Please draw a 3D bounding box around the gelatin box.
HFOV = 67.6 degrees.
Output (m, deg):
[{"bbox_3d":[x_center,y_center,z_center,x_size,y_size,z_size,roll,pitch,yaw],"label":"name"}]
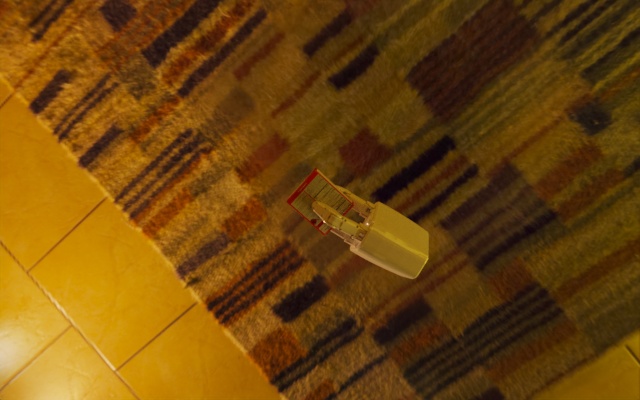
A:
[{"bbox_3d":[0.000,0.002,0.796,0.089,0.073,0.030,42,10,-7],"label":"gelatin box"}]
